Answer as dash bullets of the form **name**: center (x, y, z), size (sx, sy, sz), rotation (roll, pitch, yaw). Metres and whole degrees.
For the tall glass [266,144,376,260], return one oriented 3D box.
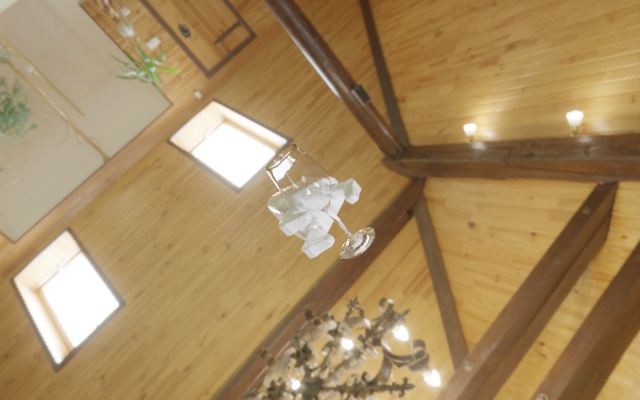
- **tall glass**: center (0.001, 0.003, 0.774), size (0.079, 0.201, 0.079), rotation (-36, 19, 15)
